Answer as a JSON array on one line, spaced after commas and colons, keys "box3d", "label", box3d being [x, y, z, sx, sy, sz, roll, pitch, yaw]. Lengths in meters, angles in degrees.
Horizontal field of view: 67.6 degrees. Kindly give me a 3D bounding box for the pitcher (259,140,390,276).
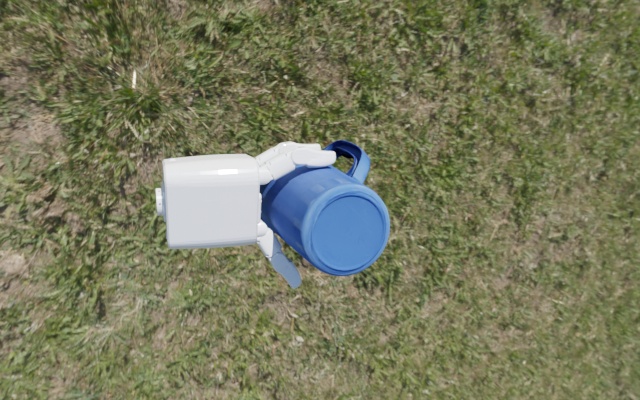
[{"box3d": [0.000, 0.002, 0.635, 0.145, 0.149, 0.242, -4, 13, -18], "label": "pitcher"}]
